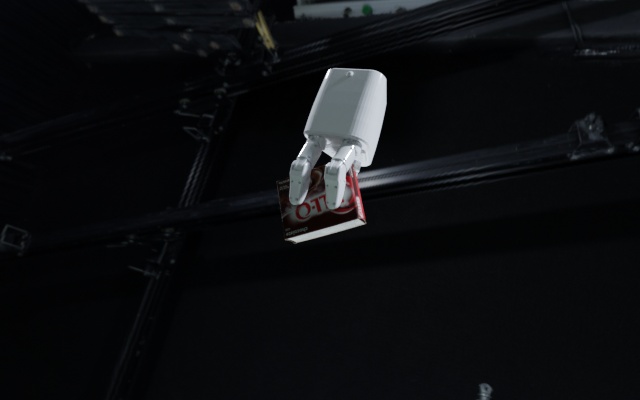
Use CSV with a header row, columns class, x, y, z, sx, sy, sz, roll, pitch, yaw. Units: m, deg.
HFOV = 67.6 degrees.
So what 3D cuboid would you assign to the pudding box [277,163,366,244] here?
class,x,y,z,sx,sy,sz,roll,pitch,yaw
pudding box,0.000,0.002,0.664,0.113,0.090,0.039,-19,-24,20
